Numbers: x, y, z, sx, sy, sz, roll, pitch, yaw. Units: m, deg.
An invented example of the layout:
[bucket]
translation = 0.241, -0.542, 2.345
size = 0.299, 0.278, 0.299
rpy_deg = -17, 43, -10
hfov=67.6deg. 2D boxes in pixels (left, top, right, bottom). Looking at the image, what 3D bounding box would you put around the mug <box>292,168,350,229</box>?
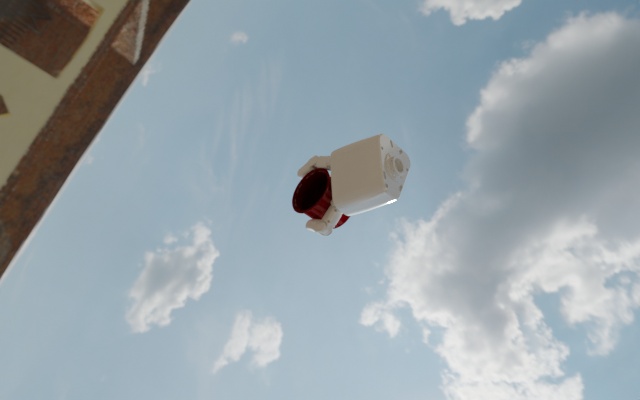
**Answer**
[mug]
translation = -0.001, 0.003, 0.880
size = 0.117, 0.093, 0.081
rpy_deg = -18, -41, 42
